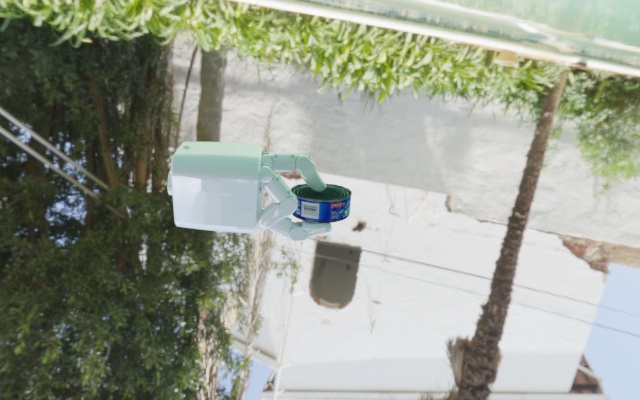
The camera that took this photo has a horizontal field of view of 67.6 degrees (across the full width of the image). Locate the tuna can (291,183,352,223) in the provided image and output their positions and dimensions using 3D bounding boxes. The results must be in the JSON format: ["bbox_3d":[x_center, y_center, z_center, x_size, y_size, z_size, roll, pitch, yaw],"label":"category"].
[{"bbox_3d":[0.000,0.003,0.667,0.086,0.034,0.086,3,17,-1],"label":"tuna can"}]
